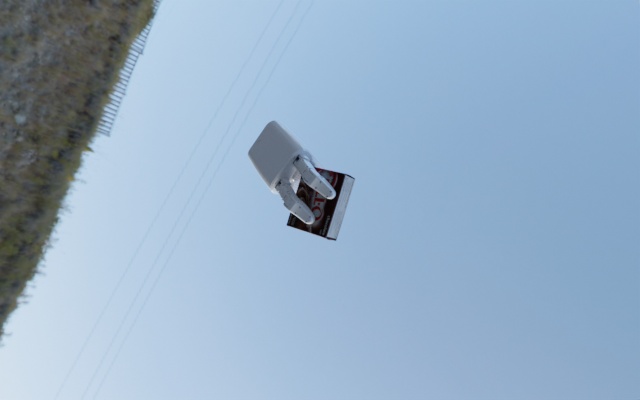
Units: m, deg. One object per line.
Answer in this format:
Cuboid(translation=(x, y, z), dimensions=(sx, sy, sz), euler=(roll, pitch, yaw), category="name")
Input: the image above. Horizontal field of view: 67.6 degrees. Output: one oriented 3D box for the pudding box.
Cuboid(translation=(0.000, 0.003, 0.808), dimensions=(0.090, 0.113, 0.039), euler=(15, -1, 39), category="pudding box")
